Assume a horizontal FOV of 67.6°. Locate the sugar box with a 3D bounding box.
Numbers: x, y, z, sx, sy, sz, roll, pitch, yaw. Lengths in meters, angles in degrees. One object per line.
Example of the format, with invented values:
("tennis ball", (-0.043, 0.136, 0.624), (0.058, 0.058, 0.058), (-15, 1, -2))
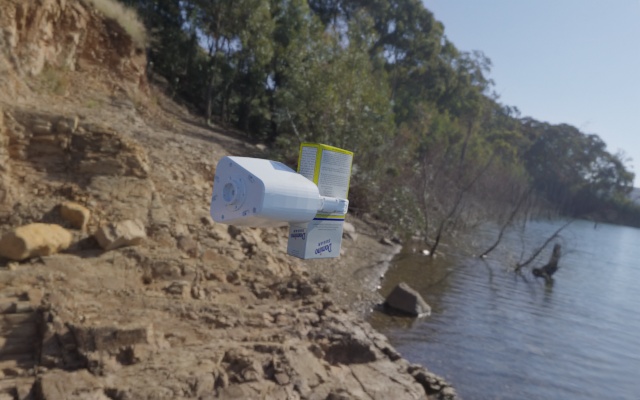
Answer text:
("sugar box", (0.000, 0.002, 0.756), (0.048, 0.176, 0.093), (13, 4, 39))
